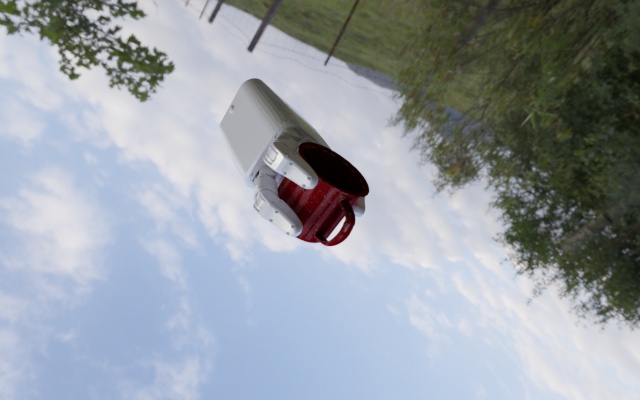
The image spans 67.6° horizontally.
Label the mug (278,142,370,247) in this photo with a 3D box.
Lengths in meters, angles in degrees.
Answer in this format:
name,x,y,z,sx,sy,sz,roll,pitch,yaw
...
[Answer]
name,x,y,z,sx,sy,sz,roll,pitch,yaw
mug,0.001,0.003,0.535,0.093,0.081,0.117,10,35,-43
